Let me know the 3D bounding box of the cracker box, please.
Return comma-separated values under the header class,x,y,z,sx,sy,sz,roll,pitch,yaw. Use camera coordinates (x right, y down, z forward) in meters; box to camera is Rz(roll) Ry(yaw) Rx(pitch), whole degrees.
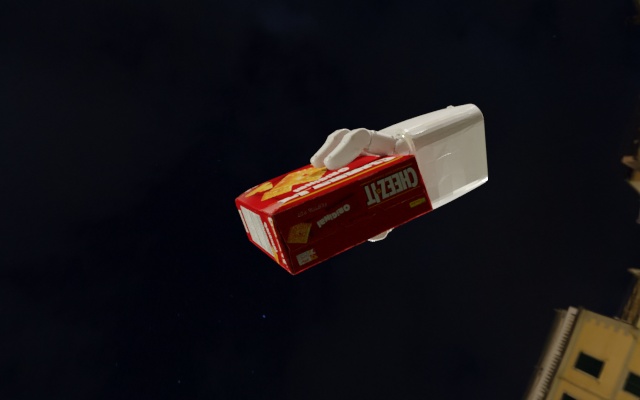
class,x,y,z,sx,sy,sz,roll,pitch,yaw
cracker box,0.000,0.002,0.561,0.164,0.072,0.213,-24,11,-16
